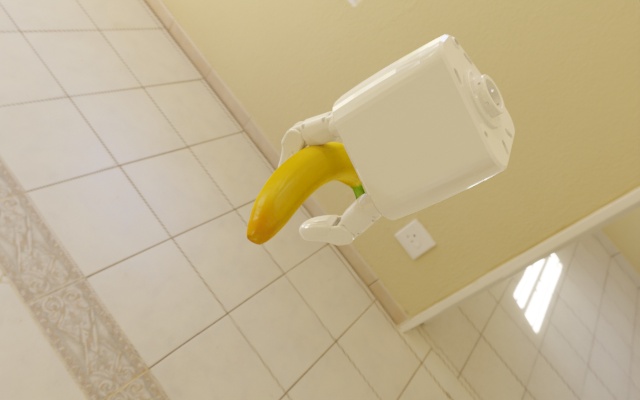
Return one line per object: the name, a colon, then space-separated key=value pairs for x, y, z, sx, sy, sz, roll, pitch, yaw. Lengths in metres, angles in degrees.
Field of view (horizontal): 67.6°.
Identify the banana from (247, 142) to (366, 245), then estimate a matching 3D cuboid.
banana: x=-0.002 y=-0.017 z=0.439 sx=0.037 sy=0.069 sz=0.198 roll=-9 pitch=6 yaw=34
